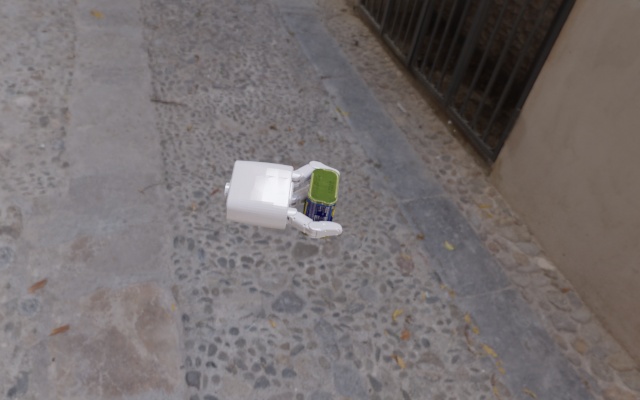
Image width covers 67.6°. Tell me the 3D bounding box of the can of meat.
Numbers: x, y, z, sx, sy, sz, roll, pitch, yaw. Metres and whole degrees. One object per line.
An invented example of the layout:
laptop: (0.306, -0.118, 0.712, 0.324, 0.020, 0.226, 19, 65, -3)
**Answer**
can of meat: (0.000, 0.003, 0.861, 0.057, 0.084, 0.102, 10, 41, -2)
